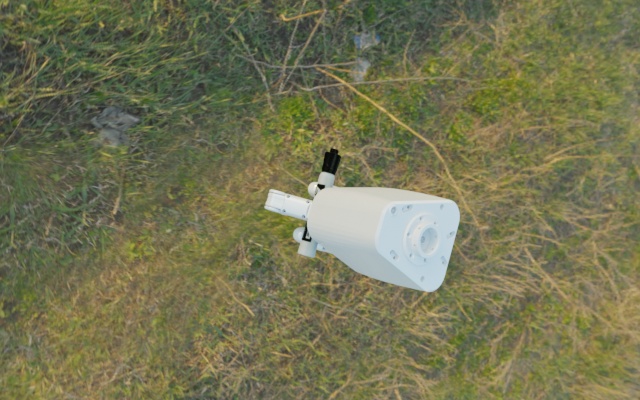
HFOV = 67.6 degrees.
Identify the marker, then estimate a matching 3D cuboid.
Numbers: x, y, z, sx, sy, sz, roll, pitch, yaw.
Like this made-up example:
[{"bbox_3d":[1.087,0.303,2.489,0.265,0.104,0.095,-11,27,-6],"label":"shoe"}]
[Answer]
[{"bbox_3d":[0.000,0.002,0.523,0.020,0.121,0.020,15,-4,1],"label":"marker"}]
